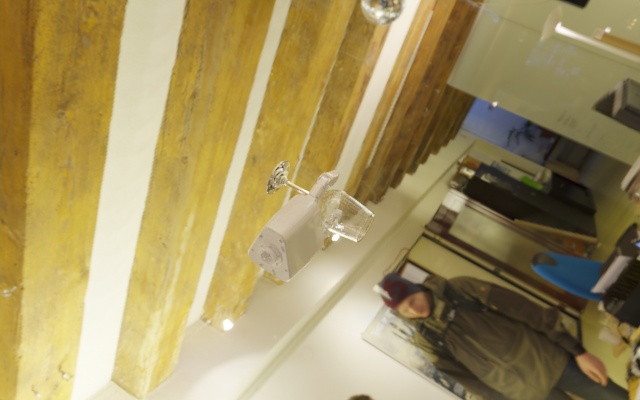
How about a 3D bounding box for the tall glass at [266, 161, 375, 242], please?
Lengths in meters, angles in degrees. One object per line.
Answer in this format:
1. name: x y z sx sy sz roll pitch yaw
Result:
1. tall glass: 0.000 0.002 0.897 0.201 0.079 0.079 29 9 16
